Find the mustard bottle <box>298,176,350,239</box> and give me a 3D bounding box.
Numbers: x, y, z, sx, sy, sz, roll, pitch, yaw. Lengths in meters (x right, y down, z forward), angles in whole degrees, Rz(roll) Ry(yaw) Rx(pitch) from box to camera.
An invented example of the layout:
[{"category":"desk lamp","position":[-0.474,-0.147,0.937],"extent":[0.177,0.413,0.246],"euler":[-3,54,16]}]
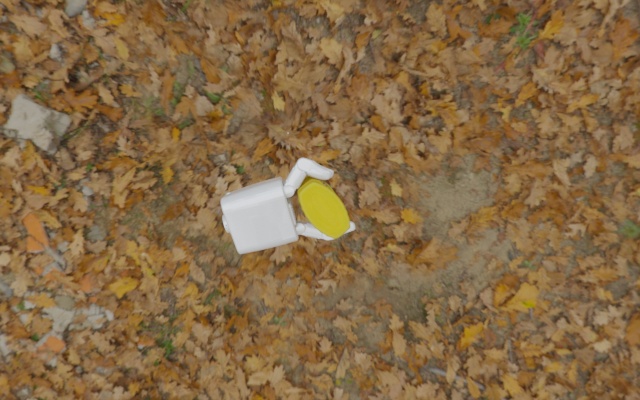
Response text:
[{"category":"mustard bottle","position":[0.000,0.003,0.810],"extent":[0.058,0.096,0.191],"euler":[-40,9,2]}]
